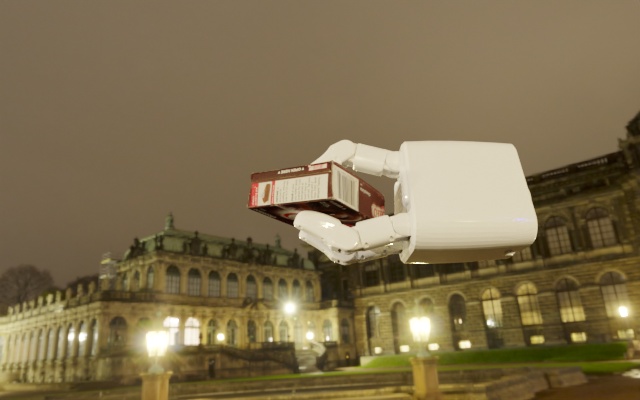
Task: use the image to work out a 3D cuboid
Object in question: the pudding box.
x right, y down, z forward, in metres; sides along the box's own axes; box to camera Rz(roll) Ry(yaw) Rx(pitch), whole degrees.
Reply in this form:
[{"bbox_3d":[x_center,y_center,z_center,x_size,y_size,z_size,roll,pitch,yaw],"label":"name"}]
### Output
[{"bbox_3d":[0.000,0.001,0.456,0.090,0.039,0.113,-7,-21,29],"label":"pudding box"}]
